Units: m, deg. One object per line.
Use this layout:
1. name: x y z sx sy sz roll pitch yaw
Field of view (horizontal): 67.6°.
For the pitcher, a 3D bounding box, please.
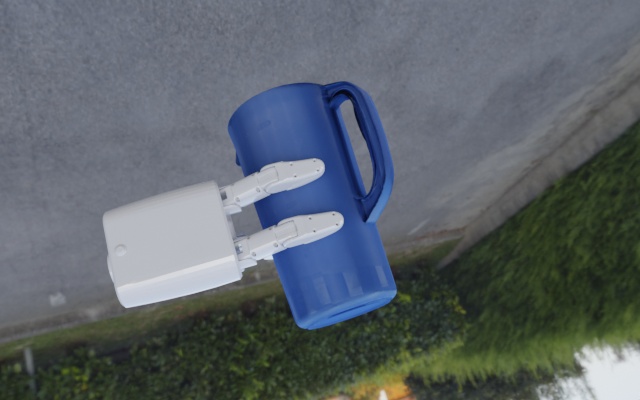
1. pitcher: 0.000 0.002 0.511 0.145 0.242 0.149 -14 -19 -14
